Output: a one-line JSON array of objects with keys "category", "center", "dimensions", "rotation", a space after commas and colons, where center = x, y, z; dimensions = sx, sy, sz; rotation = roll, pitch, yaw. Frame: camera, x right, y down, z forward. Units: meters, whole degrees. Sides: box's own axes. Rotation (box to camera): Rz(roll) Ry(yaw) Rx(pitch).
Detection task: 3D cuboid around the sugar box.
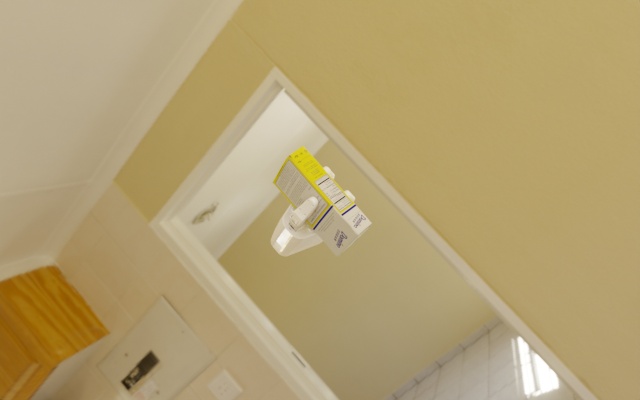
[{"category": "sugar box", "center": [0.000, 0.002, 0.810], "dimensions": [0.048, 0.176, 0.093], "rotation": [-38, -8, -35]}]
